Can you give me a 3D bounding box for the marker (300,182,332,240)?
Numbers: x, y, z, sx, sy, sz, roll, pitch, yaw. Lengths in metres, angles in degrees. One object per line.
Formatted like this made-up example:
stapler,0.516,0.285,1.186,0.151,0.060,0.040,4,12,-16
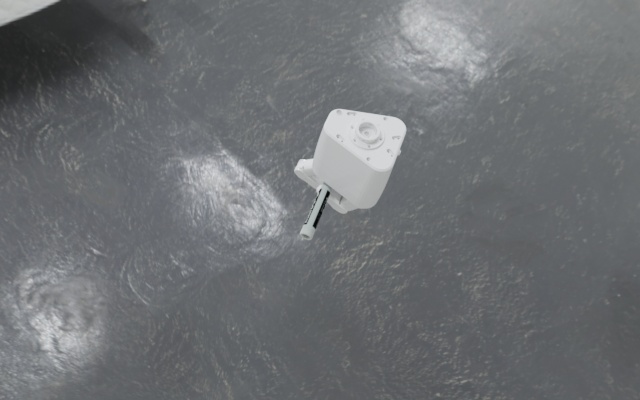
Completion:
marker,0.000,0.002,0.704,0.020,0.121,0.020,18,-28,10
